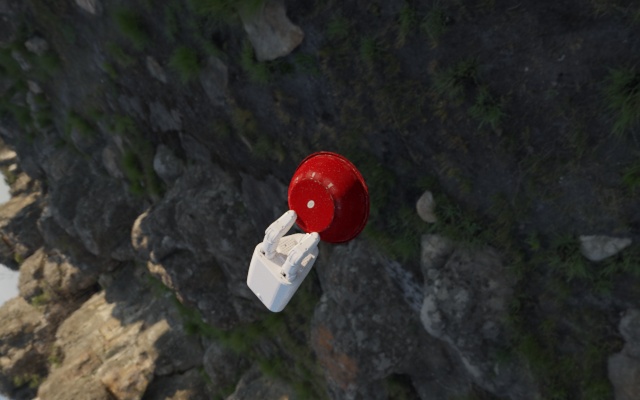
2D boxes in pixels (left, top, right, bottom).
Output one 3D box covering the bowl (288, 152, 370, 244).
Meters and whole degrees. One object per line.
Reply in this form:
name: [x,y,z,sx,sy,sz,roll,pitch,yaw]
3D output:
bowl: [0.000,0.002,0.795,0.162,0.162,0.055,0,13,36]
